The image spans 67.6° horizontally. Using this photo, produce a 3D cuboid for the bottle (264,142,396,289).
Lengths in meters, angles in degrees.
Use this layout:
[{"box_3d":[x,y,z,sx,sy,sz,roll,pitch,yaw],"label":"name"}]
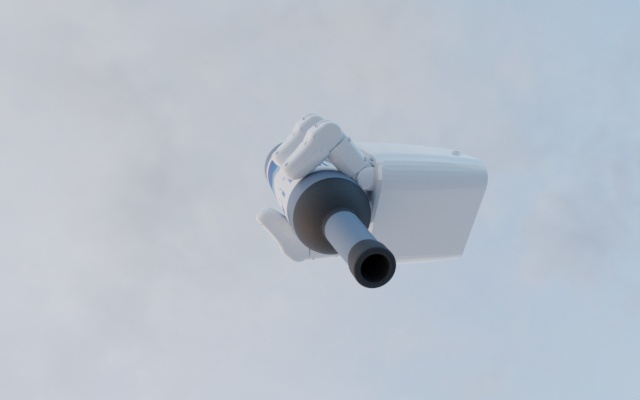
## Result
[{"box_3d":[0.000,0.001,0.424,0.069,0.069,0.295,0,16,-13],"label":"bottle"}]
